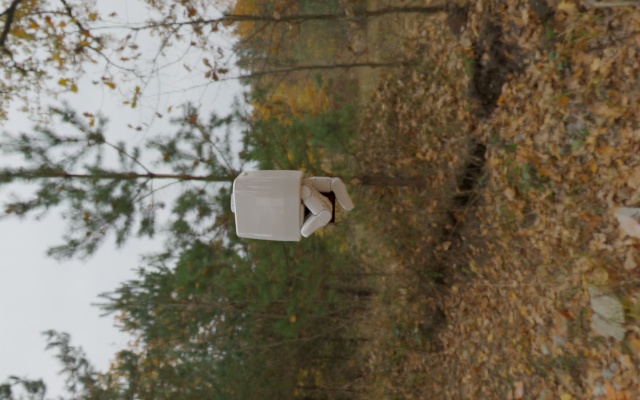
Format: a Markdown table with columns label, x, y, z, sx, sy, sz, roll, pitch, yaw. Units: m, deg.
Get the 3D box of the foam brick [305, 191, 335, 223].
| label | x | y | z | sx | sy | sz | roll | pitch | yaw |
| --- | --- | --- | --- | --- | --- | --- | --- | --- | --- |
| foam brick | 0.000 | 0.003 | 0.836 | 0.051 | 0.053 | 0.078 | 2 | 15 | 1 |
